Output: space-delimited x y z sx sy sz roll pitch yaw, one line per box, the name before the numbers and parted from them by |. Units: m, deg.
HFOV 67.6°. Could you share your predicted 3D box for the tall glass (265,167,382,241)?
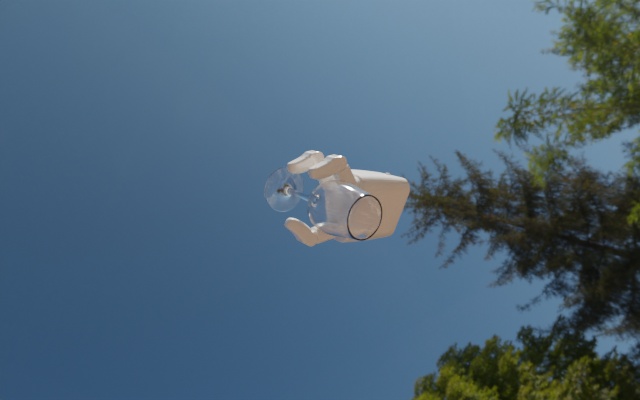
tall glass | 0.000 0.002 0.699 0.079 0.079 0.201 0 12 -37
